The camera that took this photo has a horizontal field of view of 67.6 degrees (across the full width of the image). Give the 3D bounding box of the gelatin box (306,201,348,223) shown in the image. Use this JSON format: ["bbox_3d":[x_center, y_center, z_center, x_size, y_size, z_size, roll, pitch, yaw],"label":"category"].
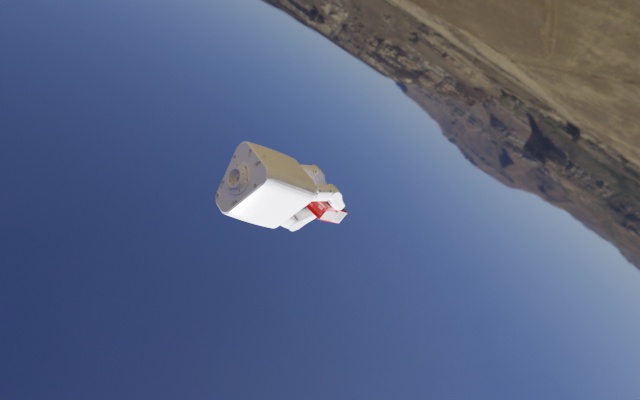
[{"bbox_3d":[0.000,0.003,0.843,0.073,0.030,0.089,46,13,24],"label":"gelatin box"}]
